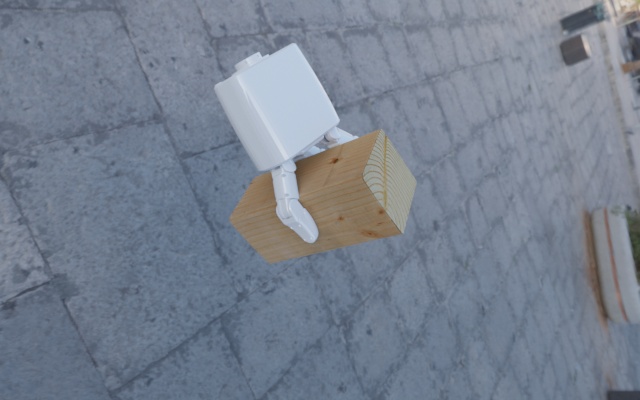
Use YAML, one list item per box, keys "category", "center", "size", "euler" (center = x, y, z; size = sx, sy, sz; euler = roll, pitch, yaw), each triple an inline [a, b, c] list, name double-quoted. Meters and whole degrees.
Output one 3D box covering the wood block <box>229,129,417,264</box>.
- category: "wood block"
  center: [0.000, 0.002, 0.590]
  size: [0.206, 0.090, 0.090]
  euler: [-17, 34, 36]
